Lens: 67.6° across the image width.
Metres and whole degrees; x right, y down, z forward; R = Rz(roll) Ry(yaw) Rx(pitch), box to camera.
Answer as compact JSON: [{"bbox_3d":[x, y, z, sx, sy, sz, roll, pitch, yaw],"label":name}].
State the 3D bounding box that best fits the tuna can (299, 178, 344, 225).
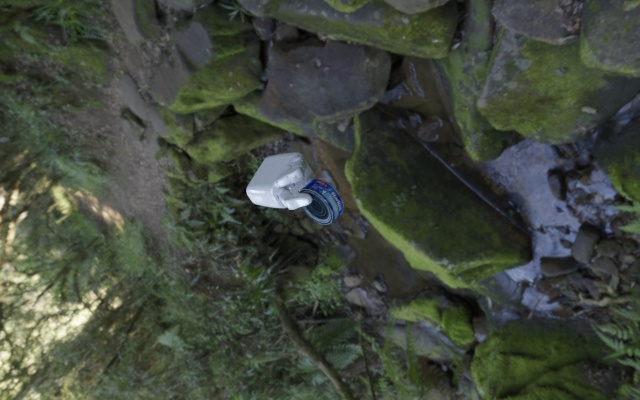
[{"bbox_3d":[0.000,0.003,0.890,0.086,0.086,0.033,0,35,49],"label":"tuna can"}]
